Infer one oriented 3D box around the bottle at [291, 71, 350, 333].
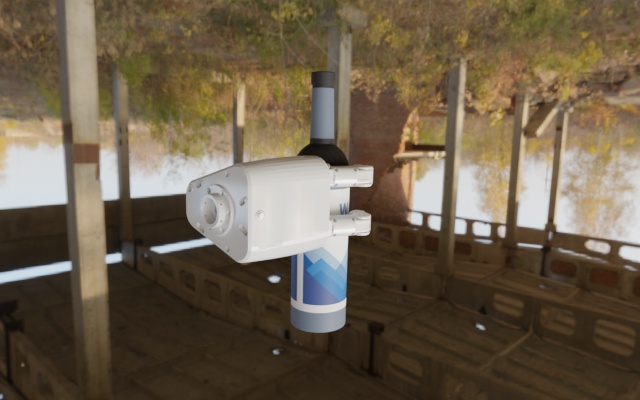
[{"bbox_3d":[0.000,0.002,0.558,0.069,0.296,0.069,1,9,0],"label":"bottle"}]
